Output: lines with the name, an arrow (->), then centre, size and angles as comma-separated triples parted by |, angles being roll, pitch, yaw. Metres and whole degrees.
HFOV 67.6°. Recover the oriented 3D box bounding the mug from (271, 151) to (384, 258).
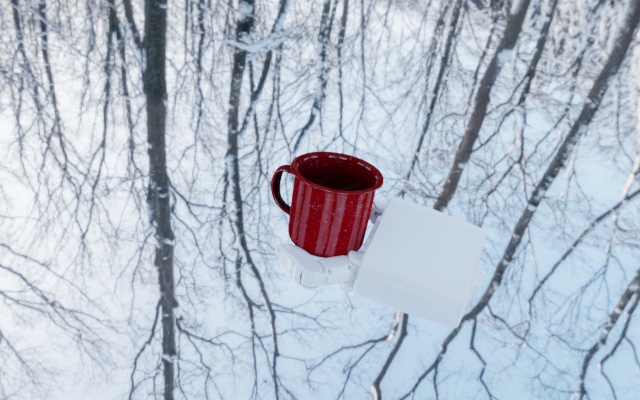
mug -> -0.001, 0.001, 0.493 | 0.117, 0.081, 0.093 | 19, 30, 17
